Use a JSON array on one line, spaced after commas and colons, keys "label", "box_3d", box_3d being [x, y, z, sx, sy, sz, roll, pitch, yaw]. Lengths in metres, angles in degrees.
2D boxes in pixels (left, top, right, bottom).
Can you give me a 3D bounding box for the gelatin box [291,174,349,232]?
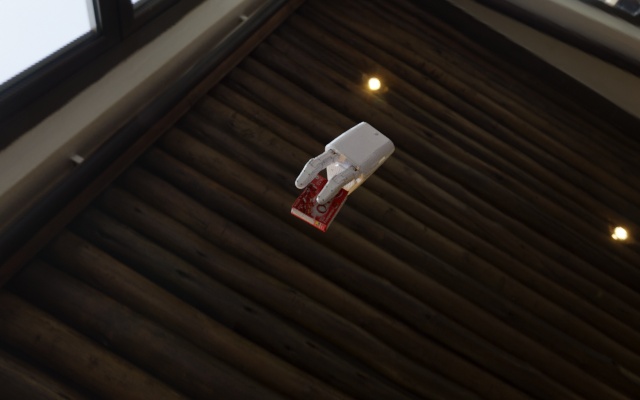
[{"label": "gelatin box", "box_3d": [0.000, 0.003, 0.878, 0.073, 0.089, 0.030, 29, -30, 10]}]
